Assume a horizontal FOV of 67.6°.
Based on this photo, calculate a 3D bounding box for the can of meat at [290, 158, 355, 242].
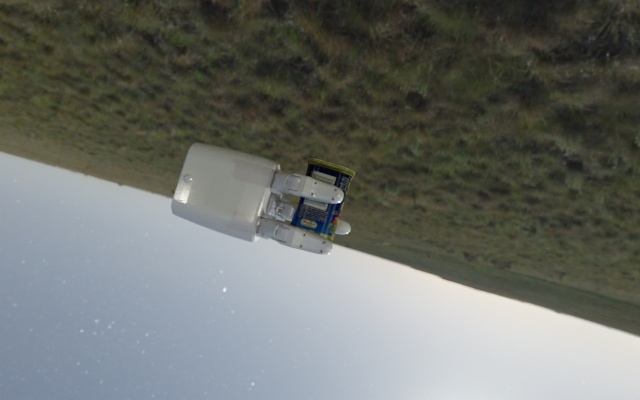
[{"bbox_3d":[0.000,0.002,0.572,0.057,0.084,0.102,17,-4,0],"label":"can of meat"}]
